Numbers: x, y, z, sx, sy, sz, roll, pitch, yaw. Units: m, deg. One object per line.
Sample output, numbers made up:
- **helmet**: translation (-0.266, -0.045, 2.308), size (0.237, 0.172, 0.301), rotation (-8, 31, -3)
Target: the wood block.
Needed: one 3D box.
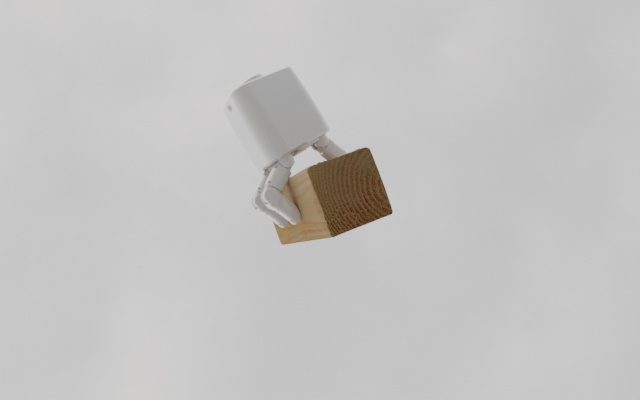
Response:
- **wood block**: translation (0.000, 0.002, 0.662), size (0.091, 0.090, 0.206), rotation (-21, 1, -22)
